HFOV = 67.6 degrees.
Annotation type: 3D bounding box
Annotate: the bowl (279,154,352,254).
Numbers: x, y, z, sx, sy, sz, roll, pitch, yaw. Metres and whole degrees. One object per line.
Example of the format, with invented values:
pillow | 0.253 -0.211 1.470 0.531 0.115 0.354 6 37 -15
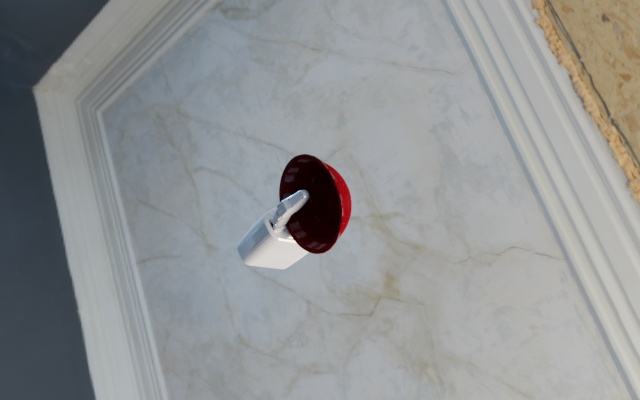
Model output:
bowl | 0.001 0.002 0.775 0.055 0.162 0.162 -12 7 -38
